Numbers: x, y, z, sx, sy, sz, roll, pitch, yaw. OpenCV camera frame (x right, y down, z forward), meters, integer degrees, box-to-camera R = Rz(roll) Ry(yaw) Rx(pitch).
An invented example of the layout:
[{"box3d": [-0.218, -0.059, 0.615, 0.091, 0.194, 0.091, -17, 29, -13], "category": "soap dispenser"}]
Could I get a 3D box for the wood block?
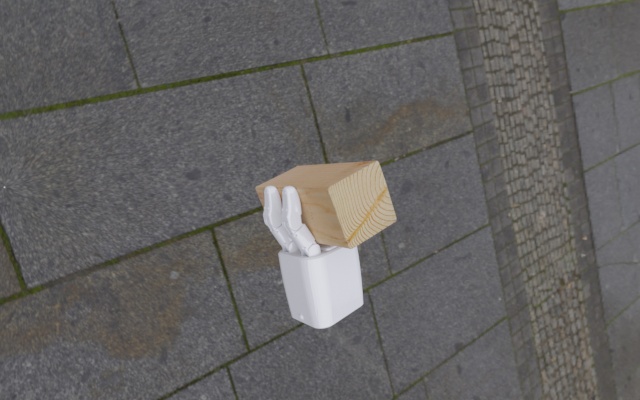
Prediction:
[{"box3d": [0.001, 0.003, 0.700, 0.091, 0.090, 0.206, -28, 17, -30], "category": "wood block"}]
